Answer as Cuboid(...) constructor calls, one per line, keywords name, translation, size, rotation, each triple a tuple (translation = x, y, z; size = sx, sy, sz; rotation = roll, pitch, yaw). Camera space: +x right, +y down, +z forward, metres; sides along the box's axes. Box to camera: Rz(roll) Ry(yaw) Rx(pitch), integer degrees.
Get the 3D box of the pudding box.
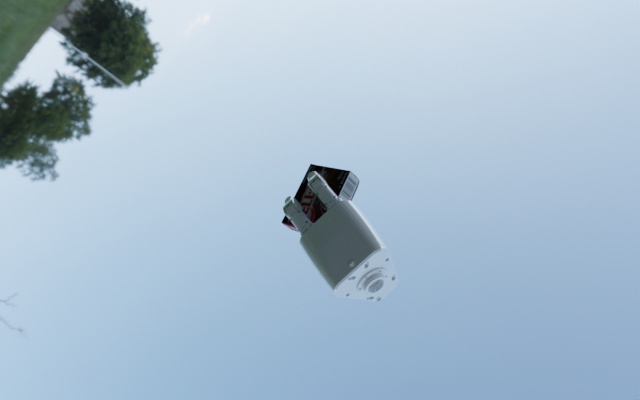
Cuboid(name="pudding box", translation=(0.000, 0.003, 0.755), size=(0.090, 0.113, 0.039), rotation=(14, -18, 43))
